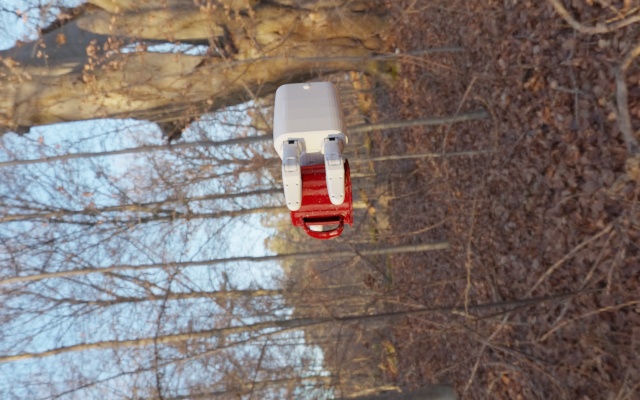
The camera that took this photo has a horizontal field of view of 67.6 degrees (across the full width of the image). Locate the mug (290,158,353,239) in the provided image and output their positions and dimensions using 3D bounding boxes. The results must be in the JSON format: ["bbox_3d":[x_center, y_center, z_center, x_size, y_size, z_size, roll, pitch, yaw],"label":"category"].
[{"bbox_3d":[0.000,0.003,0.640,0.081,0.117,0.093,-4,-37,0],"label":"mug"}]
